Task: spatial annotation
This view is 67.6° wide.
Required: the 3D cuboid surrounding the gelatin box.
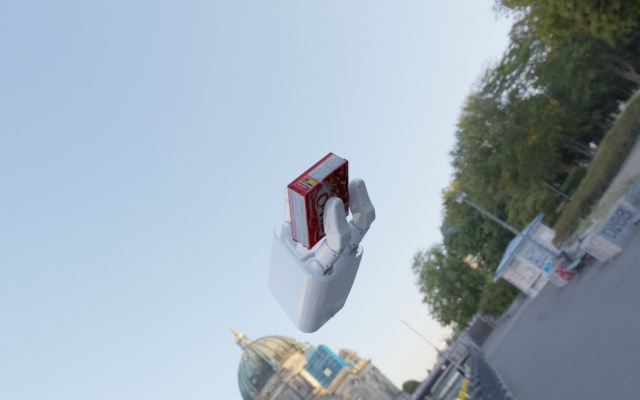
[{"bbox_3d":[0.000,0.001,0.537,0.030,0.089,0.073,29,52,30],"label":"gelatin box"}]
